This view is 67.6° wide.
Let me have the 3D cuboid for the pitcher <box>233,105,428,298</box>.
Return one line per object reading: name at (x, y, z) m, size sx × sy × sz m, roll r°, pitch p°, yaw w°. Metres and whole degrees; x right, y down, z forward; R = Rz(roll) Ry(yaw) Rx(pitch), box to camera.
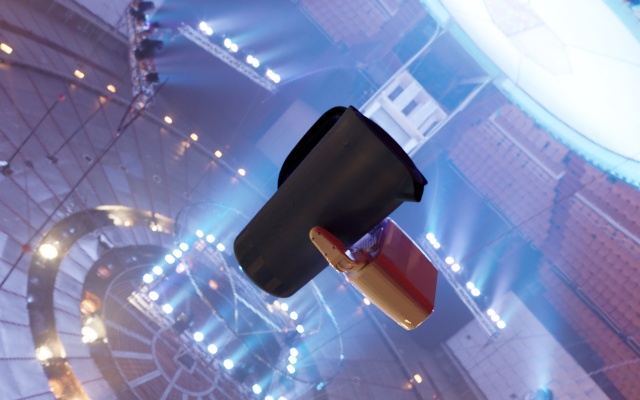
pitcher at (0.000, 0.002, 0.609) m, size 0.145 × 0.243 × 0.149 m, roll 43°, pitch 14°, yaw -10°
